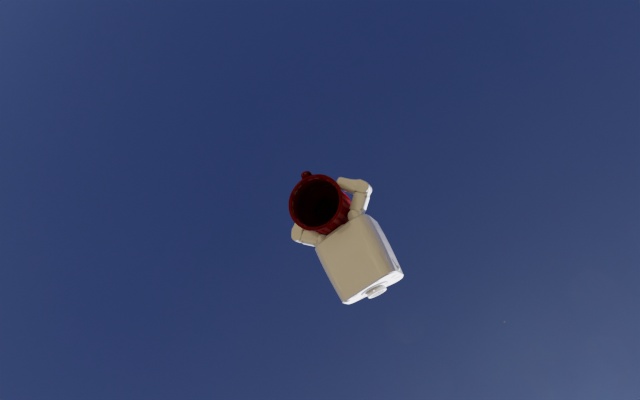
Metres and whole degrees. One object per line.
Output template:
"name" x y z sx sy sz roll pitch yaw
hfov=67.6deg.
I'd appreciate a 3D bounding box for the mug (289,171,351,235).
"mug" -0.001 0.002 0.799 0.093 0.117 0.081 -33 -24 10
